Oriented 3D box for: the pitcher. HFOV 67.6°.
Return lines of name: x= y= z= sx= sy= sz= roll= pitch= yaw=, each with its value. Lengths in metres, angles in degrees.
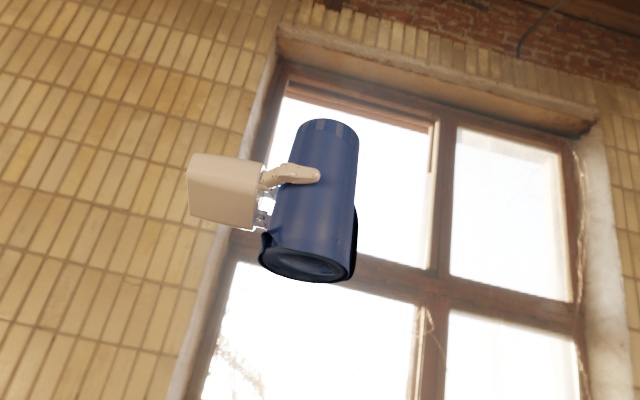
pitcher: x=0.000 y=0.002 z=0.741 sx=0.145 sy=0.242 sz=0.149 roll=10 pitch=-27 yaw=2
